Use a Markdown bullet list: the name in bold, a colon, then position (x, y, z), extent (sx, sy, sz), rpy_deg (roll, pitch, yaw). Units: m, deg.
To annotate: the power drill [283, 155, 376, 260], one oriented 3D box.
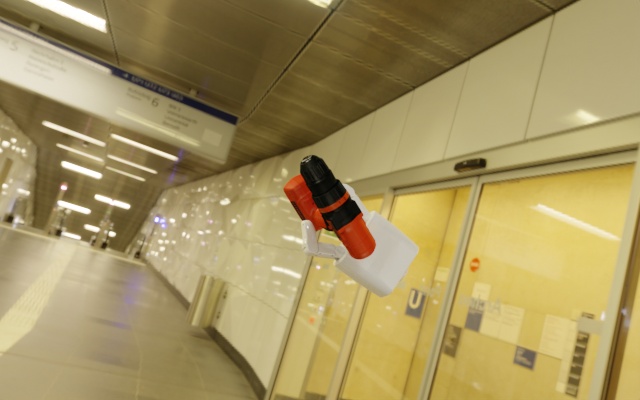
- **power drill**: position (0.000, 0.003, 0.782), extent (0.057, 0.184, 0.187), rpy_deg (-35, 19, -12)
